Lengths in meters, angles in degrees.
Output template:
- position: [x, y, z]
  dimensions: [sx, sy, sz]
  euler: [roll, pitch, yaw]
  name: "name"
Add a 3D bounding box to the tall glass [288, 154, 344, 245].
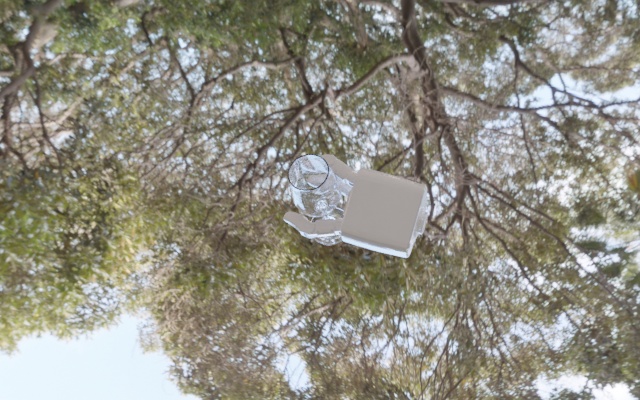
- position: [0.000, 0.003, 0.775]
  dimensions: [0.079, 0.079, 0.201]
  euler: [0, -26, 12]
  name: "tall glass"
